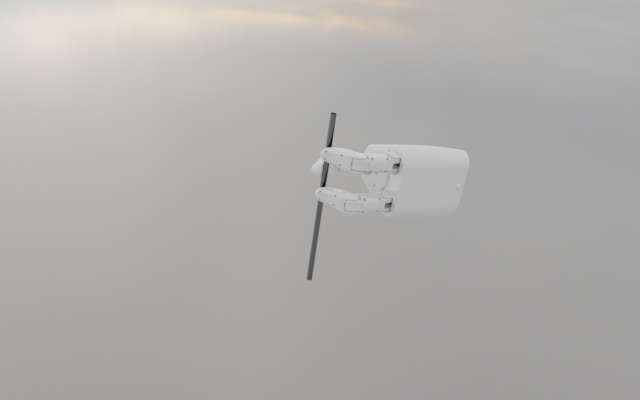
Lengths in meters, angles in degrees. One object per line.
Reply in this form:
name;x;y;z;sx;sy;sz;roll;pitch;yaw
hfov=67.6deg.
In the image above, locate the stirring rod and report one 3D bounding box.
stirring rod;0.000;0.002;0.638;0.011;0.240;0.011;7;22;-3
